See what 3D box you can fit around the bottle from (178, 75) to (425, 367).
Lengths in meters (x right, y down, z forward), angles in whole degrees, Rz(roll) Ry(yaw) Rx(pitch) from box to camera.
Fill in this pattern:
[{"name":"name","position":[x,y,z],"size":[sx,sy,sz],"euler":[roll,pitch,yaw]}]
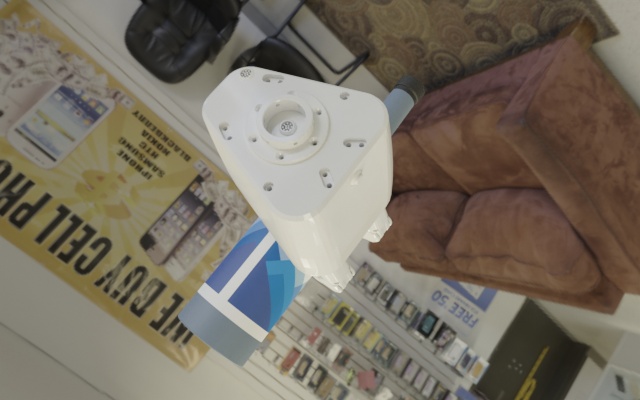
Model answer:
[{"name":"bottle","position":[0.000,0.002,0.419],"size":[0.069,0.295,0.069],"euler":[36,-15,11]}]
